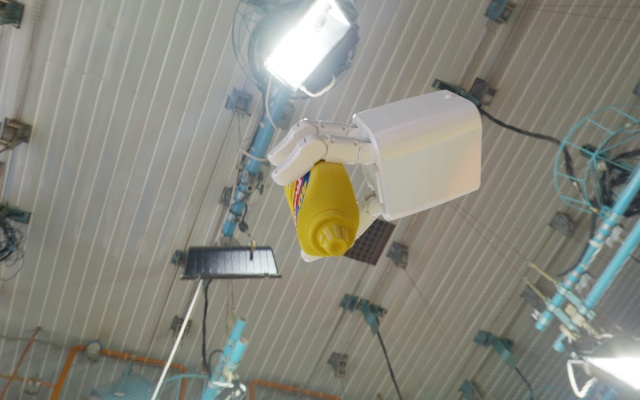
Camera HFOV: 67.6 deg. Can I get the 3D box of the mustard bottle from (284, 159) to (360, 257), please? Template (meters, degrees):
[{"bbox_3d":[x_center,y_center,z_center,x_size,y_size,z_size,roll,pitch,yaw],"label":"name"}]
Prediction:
[{"bbox_3d":[0.000,0.002,0.482,0.058,0.096,0.191,6,22,-12],"label":"mustard bottle"}]
